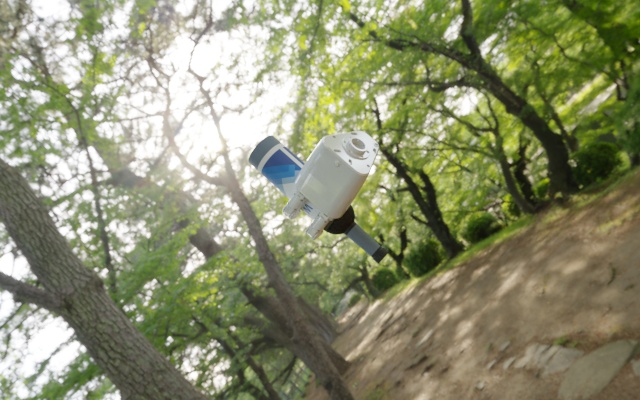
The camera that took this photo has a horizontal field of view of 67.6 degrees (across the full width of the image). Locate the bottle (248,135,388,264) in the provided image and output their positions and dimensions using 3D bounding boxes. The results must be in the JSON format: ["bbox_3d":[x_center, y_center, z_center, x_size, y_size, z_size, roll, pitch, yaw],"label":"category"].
[{"bbox_3d":[0.000,0.003,0.847,0.295,0.069,0.069,42,8,9],"label":"bottle"}]
